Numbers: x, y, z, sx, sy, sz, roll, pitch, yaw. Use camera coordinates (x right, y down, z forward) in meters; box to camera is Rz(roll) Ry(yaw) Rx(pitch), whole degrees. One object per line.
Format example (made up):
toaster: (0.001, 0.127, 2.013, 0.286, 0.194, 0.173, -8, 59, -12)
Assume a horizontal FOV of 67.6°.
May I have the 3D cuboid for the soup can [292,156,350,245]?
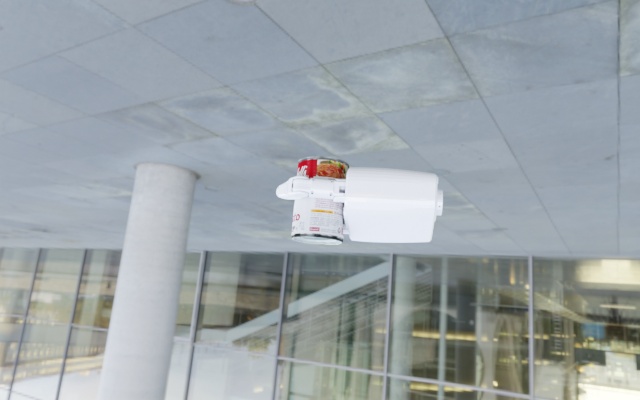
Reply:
soup can: (0.000, 0.002, 0.614, 0.068, 0.102, 0.068, 5, -12, 1)
